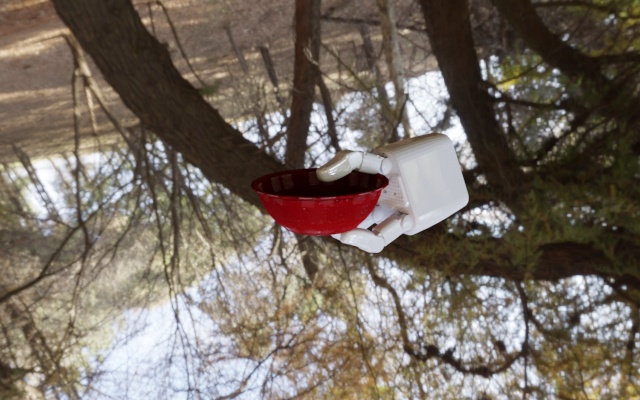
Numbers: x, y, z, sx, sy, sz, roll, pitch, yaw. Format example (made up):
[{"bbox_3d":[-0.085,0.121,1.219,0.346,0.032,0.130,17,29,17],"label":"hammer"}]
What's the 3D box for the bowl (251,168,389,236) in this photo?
[{"bbox_3d":[-0.001,0.002,0.566,0.162,0.055,0.162,-1,14,0],"label":"bowl"}]
